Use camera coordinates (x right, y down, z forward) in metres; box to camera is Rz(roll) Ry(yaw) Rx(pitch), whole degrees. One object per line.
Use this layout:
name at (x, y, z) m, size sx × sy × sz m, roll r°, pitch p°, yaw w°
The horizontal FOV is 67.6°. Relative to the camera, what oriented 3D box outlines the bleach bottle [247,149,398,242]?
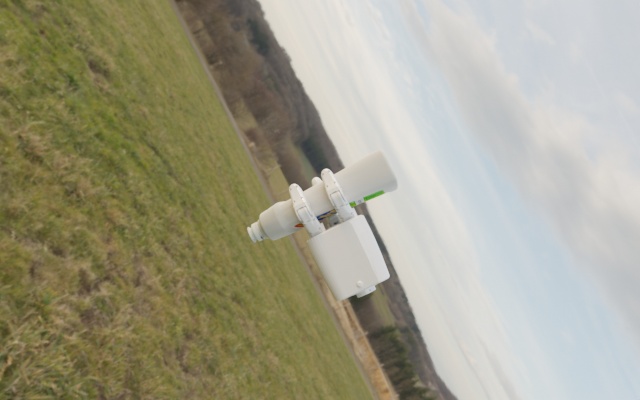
bleach bottle at (0.000, 0.002, 0.780) m, size 0.251 × 0.068 × 0.102 m, roll -26°, pitch -8°, yaw 5°
